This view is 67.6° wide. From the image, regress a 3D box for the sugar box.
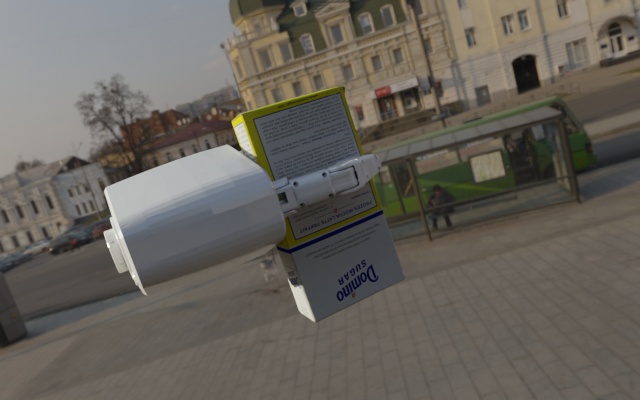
[{"bbox_3d":[0.000,0.001,0.404,0.093,0.176,0.048,-21,10,-20],"label":"sugar box"}]
